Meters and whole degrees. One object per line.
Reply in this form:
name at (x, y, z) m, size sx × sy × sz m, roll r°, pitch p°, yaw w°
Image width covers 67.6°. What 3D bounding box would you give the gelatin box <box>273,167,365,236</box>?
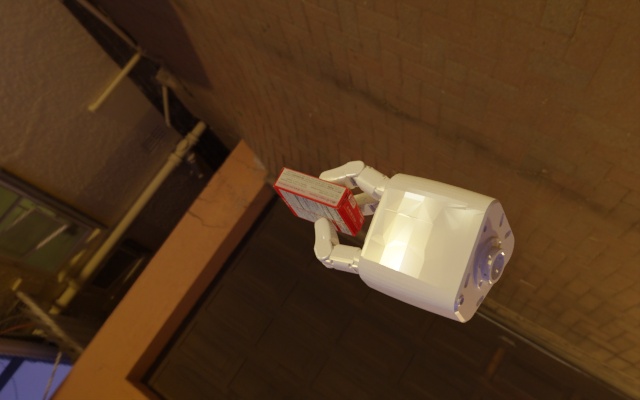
gelatin box at (0.000, 0.002, 0.542) m, size 0.089 × 0.030 × 0.073 m, roll 18°, pitch -21°, yaw 28°
